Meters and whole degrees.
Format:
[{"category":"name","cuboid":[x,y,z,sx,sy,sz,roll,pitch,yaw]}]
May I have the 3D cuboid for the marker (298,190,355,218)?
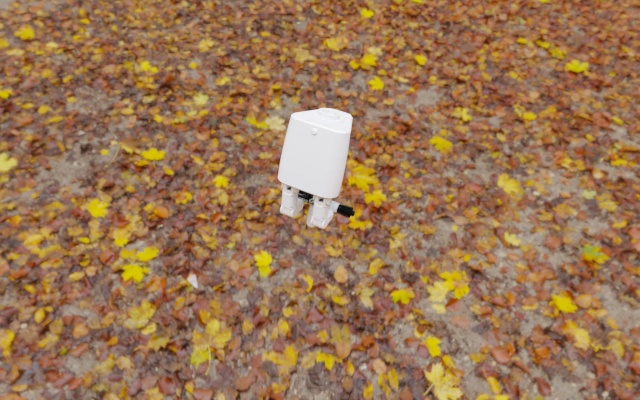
[{"category":"marker","cuboid":[0.000,0.003,0.799,0.121,0.020,0.020,19,5,15]}]
